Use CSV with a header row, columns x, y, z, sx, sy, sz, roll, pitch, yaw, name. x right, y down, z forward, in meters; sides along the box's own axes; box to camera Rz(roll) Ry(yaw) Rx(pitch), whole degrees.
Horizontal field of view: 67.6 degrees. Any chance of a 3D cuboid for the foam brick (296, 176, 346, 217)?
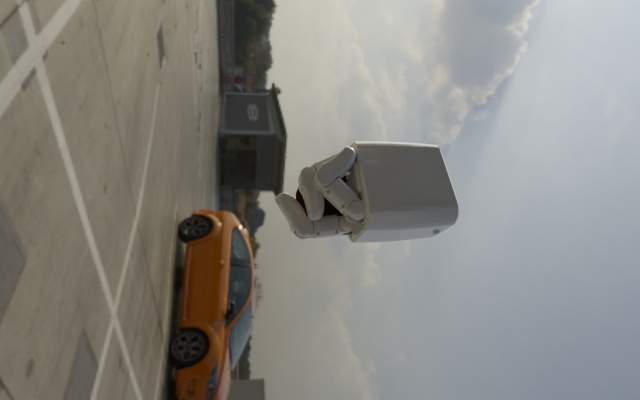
x,y,z,sx,sy,sz,roll,pitch,yaw,name
0.000,0.002,0.590,0.051,0.053,0.078,-1,-17,-10,foam brick
